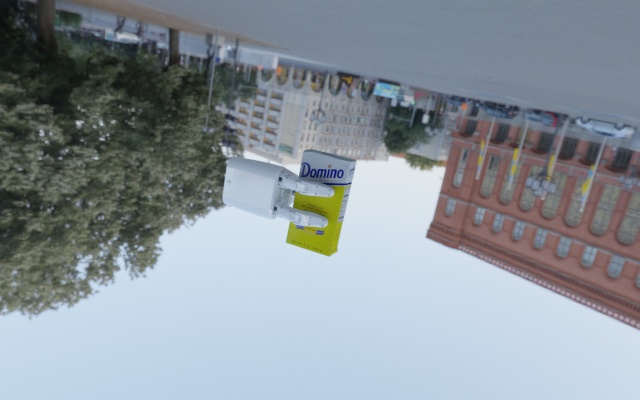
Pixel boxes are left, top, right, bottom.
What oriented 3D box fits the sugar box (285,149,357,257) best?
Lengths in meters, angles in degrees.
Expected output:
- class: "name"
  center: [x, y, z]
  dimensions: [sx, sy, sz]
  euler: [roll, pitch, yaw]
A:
- class: "sugar box"
  center: [0.000, 0.003, 0.857]
  dimensions: [0.093, 0.176, 0.048]
  euler: [15, 14, 20]
